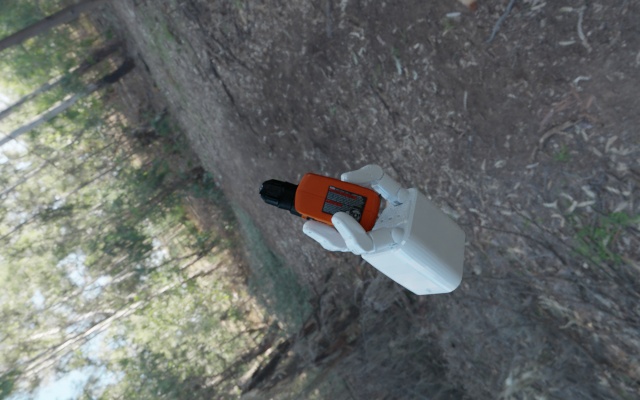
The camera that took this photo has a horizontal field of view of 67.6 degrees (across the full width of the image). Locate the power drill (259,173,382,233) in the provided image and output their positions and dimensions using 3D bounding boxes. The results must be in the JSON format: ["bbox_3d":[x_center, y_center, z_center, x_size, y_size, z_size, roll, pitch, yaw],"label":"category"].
[{"bbox_3d":[0.000,0.002,0.673,0.184,0.057,0.187,15,-3,-4],"label":"power drill"}]
